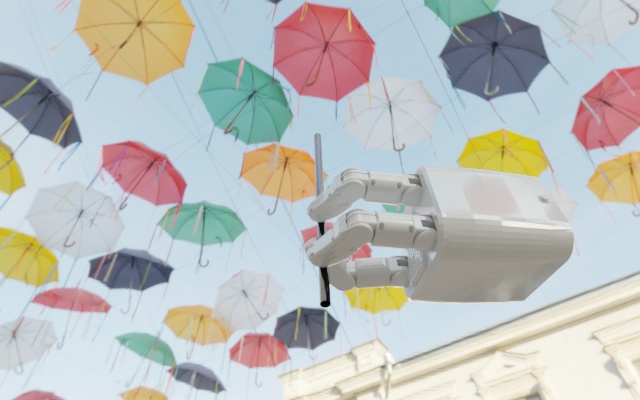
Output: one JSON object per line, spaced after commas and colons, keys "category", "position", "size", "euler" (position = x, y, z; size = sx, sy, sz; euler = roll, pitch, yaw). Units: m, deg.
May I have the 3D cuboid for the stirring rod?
{"category": "stirring rod", "position": [0.000, 0.002, 0.440], "size": [0.011, 0.011, 0.239], "euler": [0, 38, -2]}
